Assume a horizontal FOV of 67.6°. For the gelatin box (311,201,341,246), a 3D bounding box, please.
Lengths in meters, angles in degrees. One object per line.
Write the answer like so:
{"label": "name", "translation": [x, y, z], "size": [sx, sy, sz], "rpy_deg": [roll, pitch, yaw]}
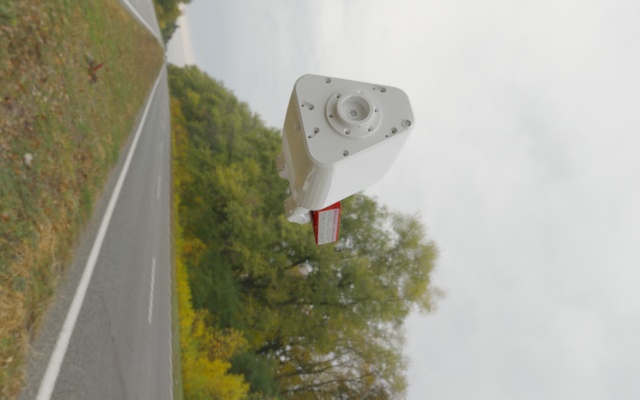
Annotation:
{"label": "gelatin box", "translation": [0.001, 0.002, 0.583], "size": [0.030, 0.073, 0.089], "rpy_deg": [-11, -31, -7]}
